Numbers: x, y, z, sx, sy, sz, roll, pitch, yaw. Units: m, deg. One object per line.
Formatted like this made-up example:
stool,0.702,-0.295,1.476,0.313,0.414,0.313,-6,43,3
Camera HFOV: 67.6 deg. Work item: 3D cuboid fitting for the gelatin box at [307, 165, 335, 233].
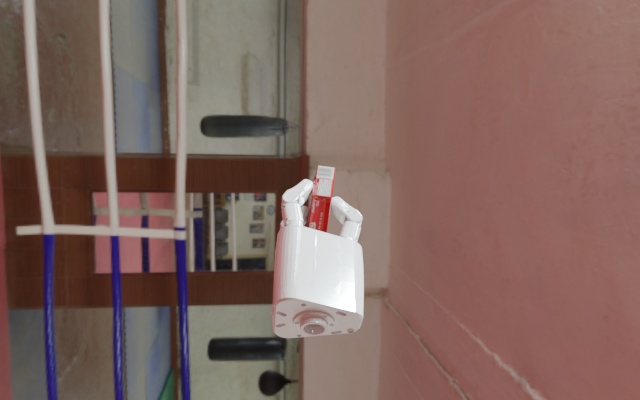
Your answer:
gelatin box,0.001,0.002,0.690,0.030,0.073,0.089,9,33,0
